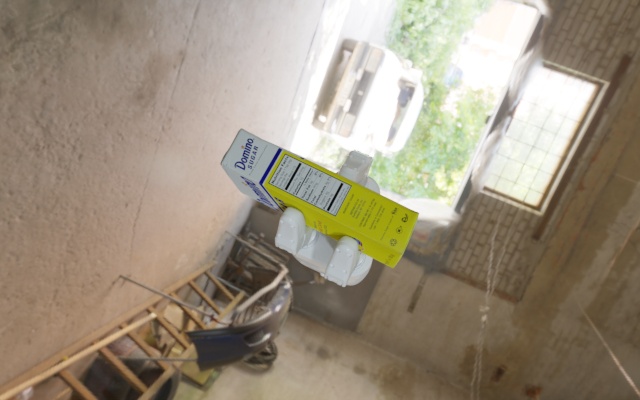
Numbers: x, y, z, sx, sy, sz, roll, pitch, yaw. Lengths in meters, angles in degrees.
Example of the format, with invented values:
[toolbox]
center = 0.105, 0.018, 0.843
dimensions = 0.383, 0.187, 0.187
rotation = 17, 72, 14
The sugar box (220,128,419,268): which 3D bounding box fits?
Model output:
[sugar box]
center = 0.000, 0.002, 0.446
dimensions = 0.176, 0.048, 0.093
rotation = 23, -13, 10
